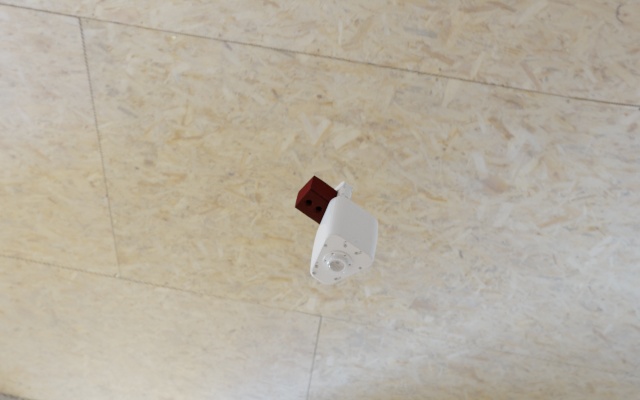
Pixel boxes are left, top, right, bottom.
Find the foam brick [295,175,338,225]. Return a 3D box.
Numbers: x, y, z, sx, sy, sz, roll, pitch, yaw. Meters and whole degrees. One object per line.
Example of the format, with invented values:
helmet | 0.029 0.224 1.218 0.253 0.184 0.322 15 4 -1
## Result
foam brick | 0.000 0.003 0.878 0.078 0.053 0.051 34 33 -13
